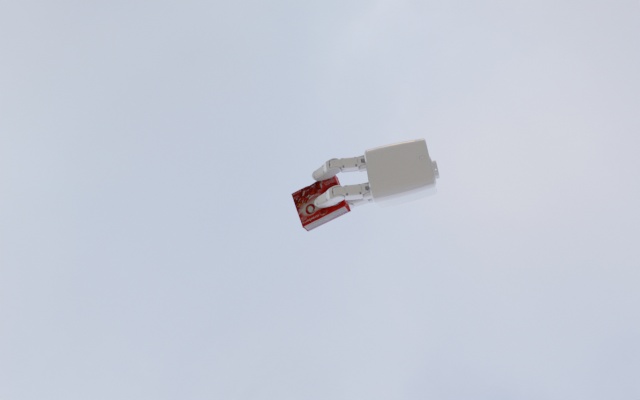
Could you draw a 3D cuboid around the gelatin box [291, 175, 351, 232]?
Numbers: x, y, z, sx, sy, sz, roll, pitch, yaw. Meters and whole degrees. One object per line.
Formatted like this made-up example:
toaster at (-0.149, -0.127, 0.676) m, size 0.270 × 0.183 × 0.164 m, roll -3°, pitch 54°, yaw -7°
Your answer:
gelatin box at (0.000, 0.003, 0.848) m, size 0.089 × 0.073 × 0.030 m, roll -26°, pitch -31°, yaw 10°
